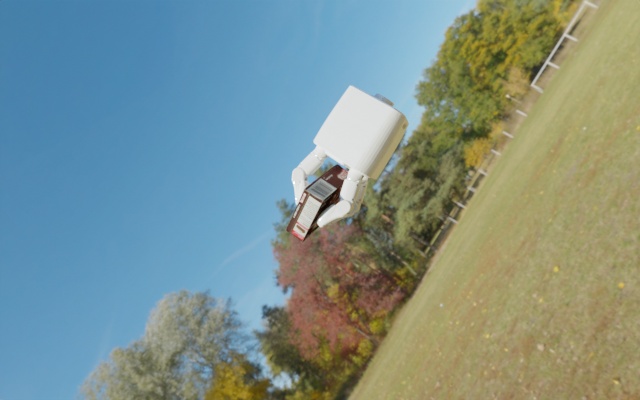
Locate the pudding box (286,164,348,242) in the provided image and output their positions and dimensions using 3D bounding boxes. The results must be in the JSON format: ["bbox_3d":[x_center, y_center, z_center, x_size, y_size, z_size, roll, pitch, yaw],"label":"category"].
[{"bbox_3d":[0.000,0.002,0.757,0.039,0.090,0.113,35,36,13],"label":"pudding box"}]
